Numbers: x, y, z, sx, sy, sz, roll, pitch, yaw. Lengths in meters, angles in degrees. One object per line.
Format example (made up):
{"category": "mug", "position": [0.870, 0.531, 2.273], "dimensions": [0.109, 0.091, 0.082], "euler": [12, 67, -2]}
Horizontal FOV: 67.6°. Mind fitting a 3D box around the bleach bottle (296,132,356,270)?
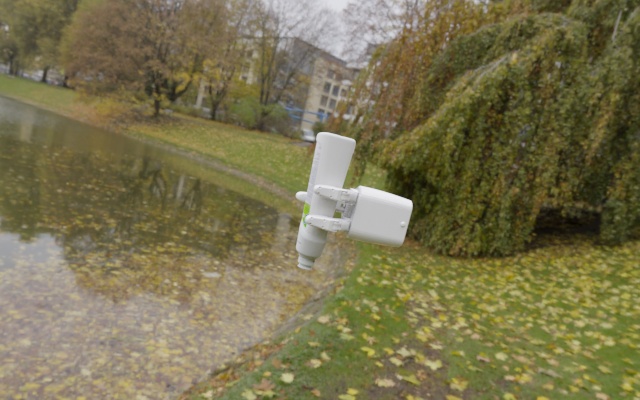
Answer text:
{"category": "bleach bottle", "position": [0.000, 0.003, 0.889], "dimensions": [0.068, 0.251, 0.102], "euler": [13, 5, -9]}
